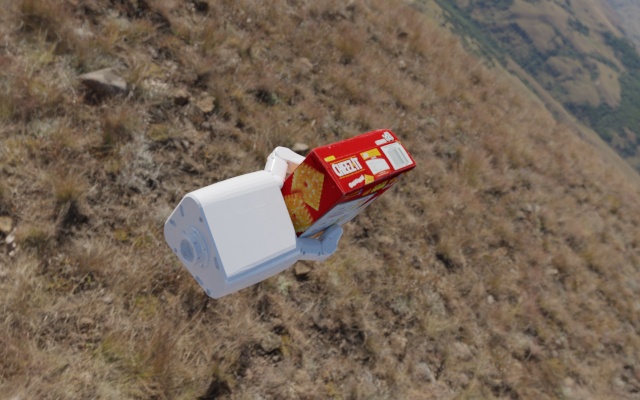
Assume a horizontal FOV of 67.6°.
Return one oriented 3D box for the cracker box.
[{"bbox_3d":[0.000,0.002,0.635,0.164,0.072,0.214,-23,-15,-47],"label":"cracker box"}]
